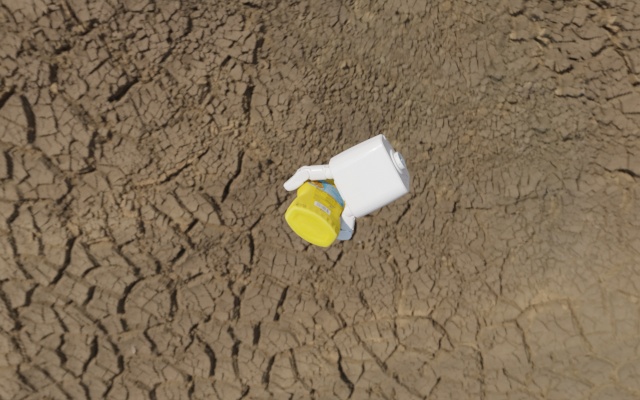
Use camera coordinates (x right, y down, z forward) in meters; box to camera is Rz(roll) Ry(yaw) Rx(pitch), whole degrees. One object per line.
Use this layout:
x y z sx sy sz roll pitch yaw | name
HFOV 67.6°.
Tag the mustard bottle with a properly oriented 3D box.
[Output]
0.000 0.003 0.885 0.096 0.058 0.191 34 28 -7 | mustard bottle
